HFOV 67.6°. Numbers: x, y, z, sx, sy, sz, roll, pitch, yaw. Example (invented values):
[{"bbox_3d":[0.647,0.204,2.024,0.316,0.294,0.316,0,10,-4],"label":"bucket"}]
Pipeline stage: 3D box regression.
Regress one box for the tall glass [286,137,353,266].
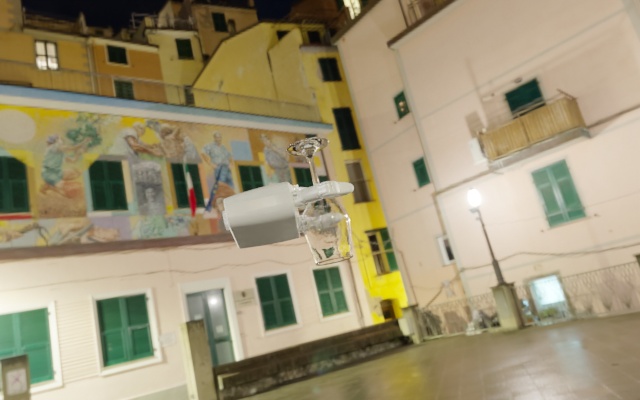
[{"bbox_3d":[0.000,0.002,0.784,0.079,0.201,0.079,-13,-13,-3],"label":"tall glass"}]
